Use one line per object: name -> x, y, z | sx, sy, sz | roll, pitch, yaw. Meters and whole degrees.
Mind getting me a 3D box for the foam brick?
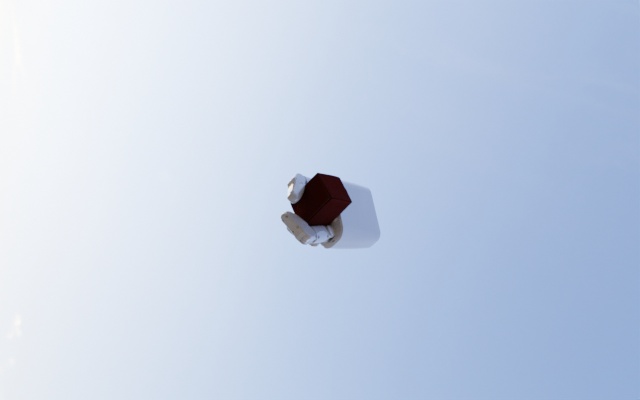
foam brick -> 0.000, 0.002, 0.745 | 0.051, 0.053, 0.078 | 8, -44, -44
